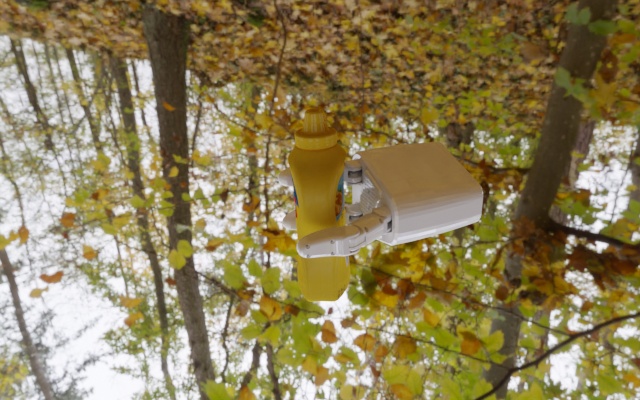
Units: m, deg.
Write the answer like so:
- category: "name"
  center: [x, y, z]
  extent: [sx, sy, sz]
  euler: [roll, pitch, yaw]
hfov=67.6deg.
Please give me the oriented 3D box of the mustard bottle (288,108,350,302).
- category: "mustard bottle"
  center: [0.000, 0.002, 0.491]
  extent: [0.058, 0.192, 0.096]
  euler: [0, 25, 6]
